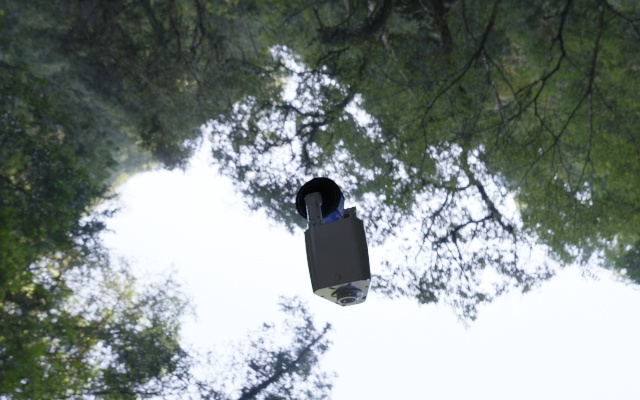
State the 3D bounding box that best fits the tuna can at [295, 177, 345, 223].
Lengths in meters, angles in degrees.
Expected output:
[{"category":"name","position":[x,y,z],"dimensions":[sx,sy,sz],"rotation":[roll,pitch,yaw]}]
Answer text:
[{"category":"tuna can","position":[0.000,0.003,0.856],"dimensions":[0.086,0.086,0.034],"rotation":[0,-25,21]}]
